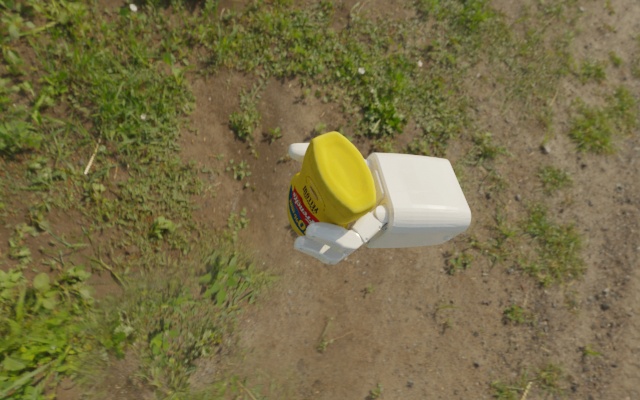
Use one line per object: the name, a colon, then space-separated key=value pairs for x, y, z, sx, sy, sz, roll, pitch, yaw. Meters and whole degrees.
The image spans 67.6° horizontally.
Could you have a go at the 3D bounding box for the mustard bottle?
mustard bottle: x=0.000 y=0.002 z=0.580 sx=0.058 sy=0.096 sz=0.192 roll=-25 pitch=-12 yaw=-24
